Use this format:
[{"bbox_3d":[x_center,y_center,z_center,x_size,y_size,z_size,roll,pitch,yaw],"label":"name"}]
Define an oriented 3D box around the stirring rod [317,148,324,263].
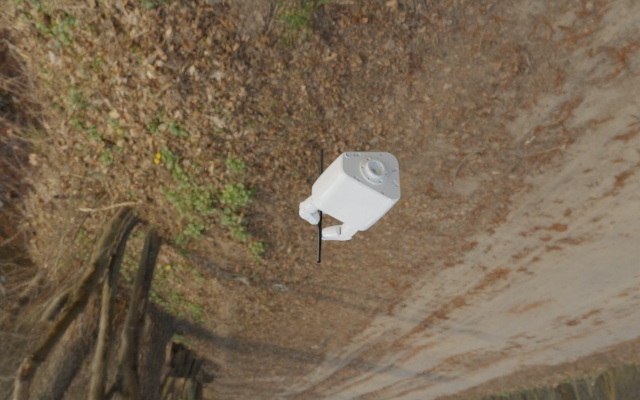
[{"bbox_3d":[0.000,0.003,0.890,0.011,0.239,0.011,1,-30,1],"label":"stirring rod"}]
